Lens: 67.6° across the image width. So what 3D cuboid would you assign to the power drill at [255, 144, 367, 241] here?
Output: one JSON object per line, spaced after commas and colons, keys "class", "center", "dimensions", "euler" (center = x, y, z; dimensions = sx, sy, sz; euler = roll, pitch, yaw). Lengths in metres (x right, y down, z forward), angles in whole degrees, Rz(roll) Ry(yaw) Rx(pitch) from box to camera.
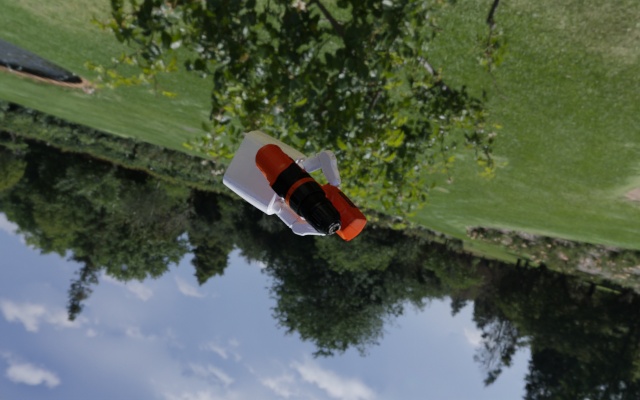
{"class": "power drill", "center": [0.000, 0.002, 0.730], "dimensions": [0.184, 0.057, 0.188], "euler": [49, 8, 33]}
